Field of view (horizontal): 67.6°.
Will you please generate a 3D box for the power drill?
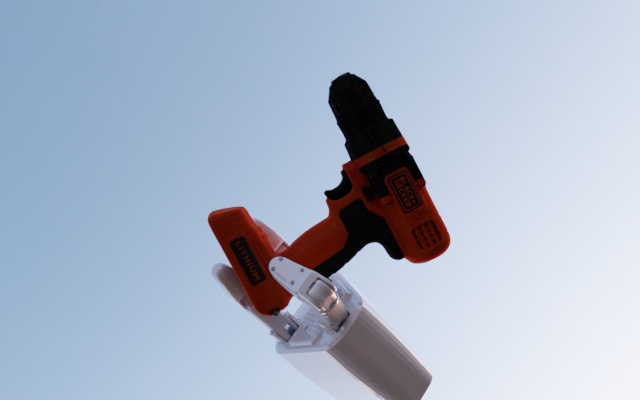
[{"bbox_3d":[0.000,0.002,0.426,0.187,0.184,0.057,-28,-2,-1],"label":"power drill"}]
